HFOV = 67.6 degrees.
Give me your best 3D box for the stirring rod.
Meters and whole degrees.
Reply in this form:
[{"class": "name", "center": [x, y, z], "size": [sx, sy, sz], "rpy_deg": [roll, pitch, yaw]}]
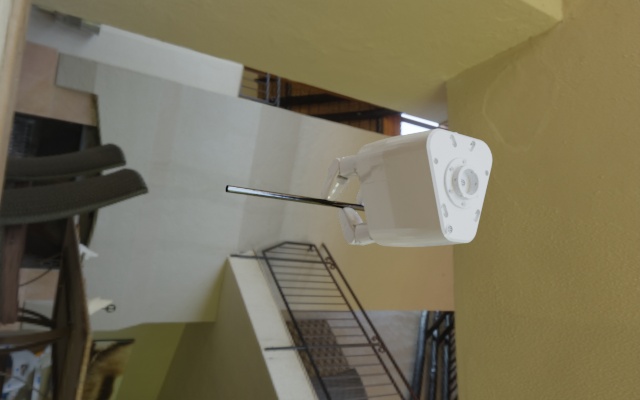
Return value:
[{"class": "stirring rod", "center": [0.000, 0.002, 0.578], "size": [0.239, 0.011, 0.011], "rpy_deg": [8, -4, -32]}]
